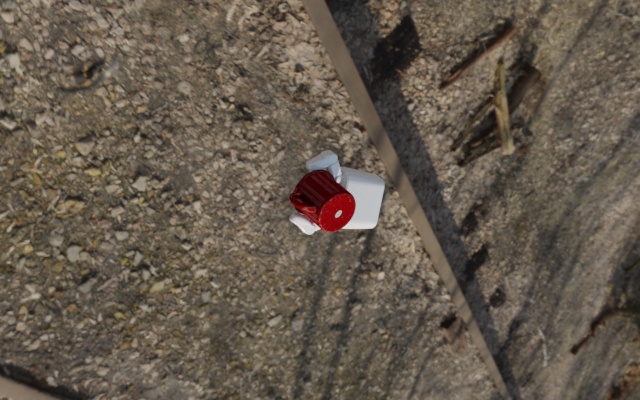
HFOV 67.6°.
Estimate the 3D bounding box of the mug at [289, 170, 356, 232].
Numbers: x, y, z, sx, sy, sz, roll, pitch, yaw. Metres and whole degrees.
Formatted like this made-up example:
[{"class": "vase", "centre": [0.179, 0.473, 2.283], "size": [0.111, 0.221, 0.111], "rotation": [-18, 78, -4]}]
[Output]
[{"class": "mug", "centre": [-0.001, 0.003, 0.845], "size": [0.117, 0.093, 0.081], "rotation": [4, 26, -39]}]
